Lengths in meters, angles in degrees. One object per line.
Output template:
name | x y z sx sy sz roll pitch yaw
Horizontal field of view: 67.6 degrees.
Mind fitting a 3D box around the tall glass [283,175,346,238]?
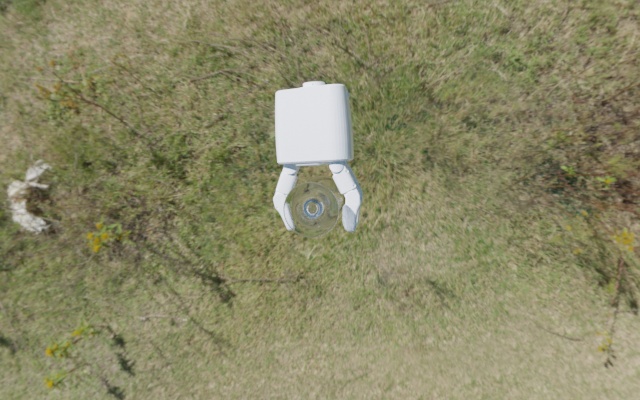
tall glass | 0.000 0.003 0.724 0.079 0.079 0.201 0 5 7
